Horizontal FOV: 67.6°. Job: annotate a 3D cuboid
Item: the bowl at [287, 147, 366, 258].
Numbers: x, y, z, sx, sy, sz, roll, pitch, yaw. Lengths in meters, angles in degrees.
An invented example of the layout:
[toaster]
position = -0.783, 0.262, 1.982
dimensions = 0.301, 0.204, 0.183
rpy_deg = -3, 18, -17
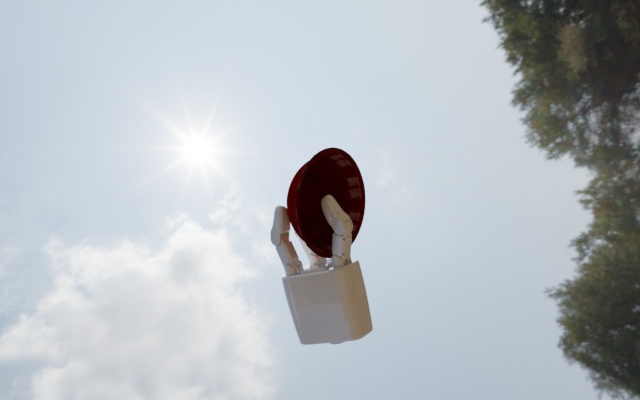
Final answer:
[bowl]
position = 0.000, 0.001, 0.712
dimensions = 0.055, 0.162, 0.162
rpy_deg = 4, 2, 40
